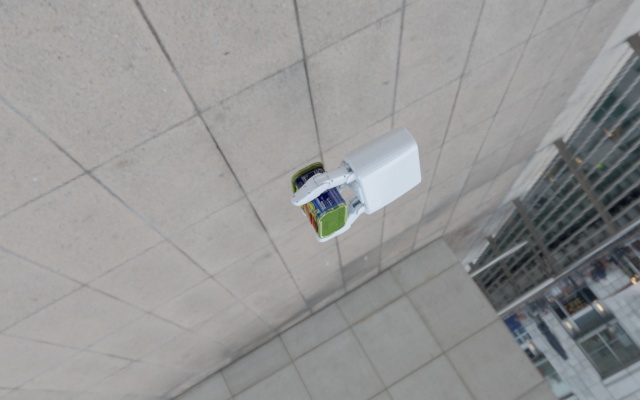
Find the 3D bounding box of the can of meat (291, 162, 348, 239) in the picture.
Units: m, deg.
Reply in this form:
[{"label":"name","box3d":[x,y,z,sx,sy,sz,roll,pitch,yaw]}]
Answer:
[{"label":"can of meat","box3d":[0.000,0.003,0.754,0.057,0.084,0.102,-28,-23,-12]}]
